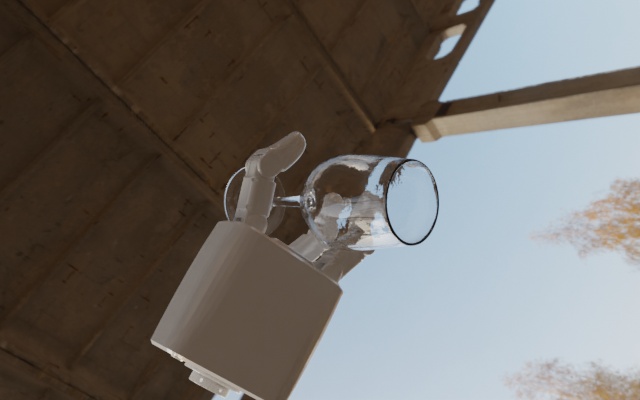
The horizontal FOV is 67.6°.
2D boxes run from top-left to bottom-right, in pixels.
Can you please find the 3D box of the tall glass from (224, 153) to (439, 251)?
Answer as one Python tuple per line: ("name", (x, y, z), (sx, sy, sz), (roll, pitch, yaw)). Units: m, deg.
("tall glass", (0.000, 0.001, 0.411), (0.079, 0.079, 0.201), (0, 0, -42))
